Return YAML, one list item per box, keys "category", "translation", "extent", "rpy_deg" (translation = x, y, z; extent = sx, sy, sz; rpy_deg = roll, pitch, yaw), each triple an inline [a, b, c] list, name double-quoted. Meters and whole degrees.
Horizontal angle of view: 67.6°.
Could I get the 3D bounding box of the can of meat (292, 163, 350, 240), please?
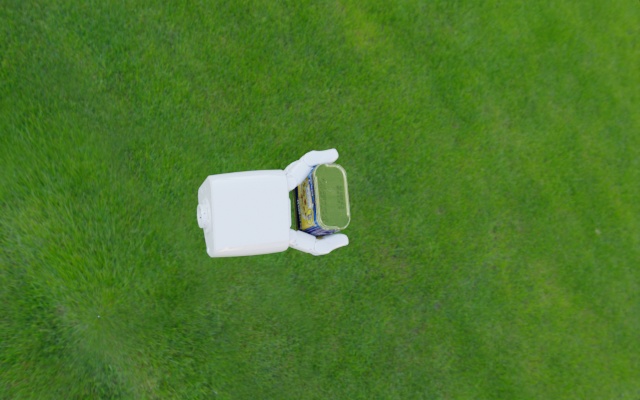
- category: "can of meat"
  translation: [0.000, 0.002, 0.705]
  extent: [0.057, 0.102, 0.084]
  rpy_deg: [0, -12, -24]
